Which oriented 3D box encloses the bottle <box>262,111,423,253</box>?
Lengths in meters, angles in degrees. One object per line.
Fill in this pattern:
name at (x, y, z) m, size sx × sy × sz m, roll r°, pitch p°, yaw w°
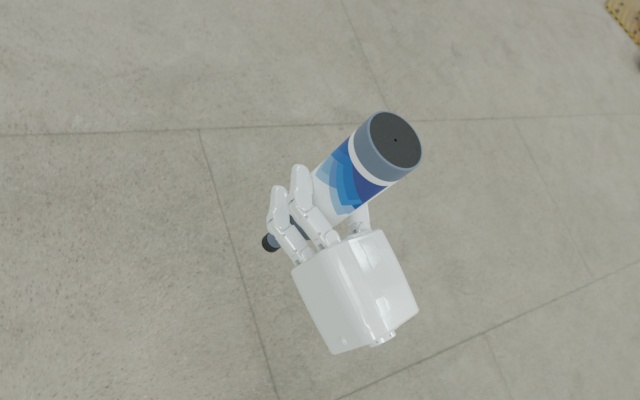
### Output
bottle at (0.000, 0.002, 0.571) m, size 0.069 × 0.069 × 0.296 m, roll 0°, pitch -24°, yaw -33°
